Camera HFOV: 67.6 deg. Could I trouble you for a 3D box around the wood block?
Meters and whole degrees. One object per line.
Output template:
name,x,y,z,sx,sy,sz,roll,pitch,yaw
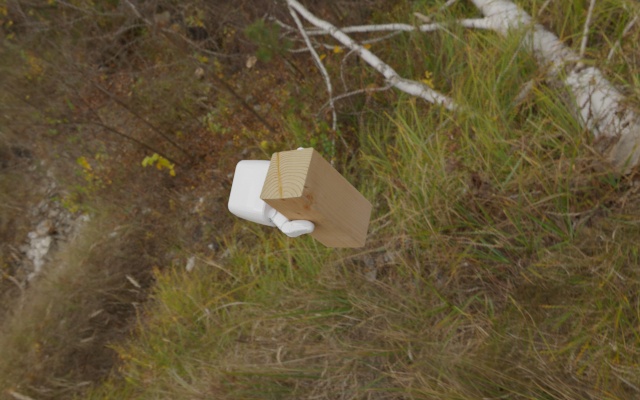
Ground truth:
wood block,0.000,0.003,0.842,0.090,0.090,0.206,-3,-28,36
